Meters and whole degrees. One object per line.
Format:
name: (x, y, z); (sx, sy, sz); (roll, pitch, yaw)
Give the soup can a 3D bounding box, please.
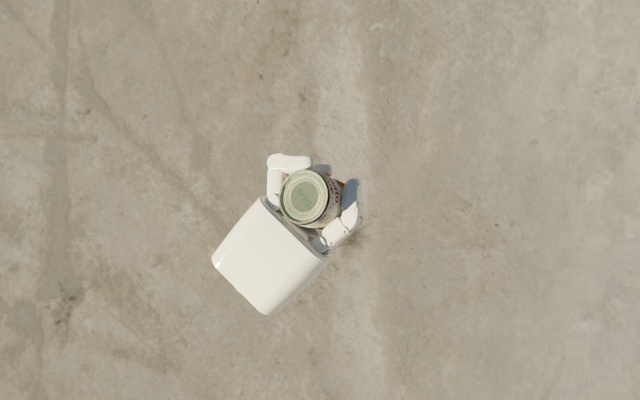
soup can: (0.000, 0.002, 0.597); (0.068, 0.068, 0.102); (0, -7, 25)
